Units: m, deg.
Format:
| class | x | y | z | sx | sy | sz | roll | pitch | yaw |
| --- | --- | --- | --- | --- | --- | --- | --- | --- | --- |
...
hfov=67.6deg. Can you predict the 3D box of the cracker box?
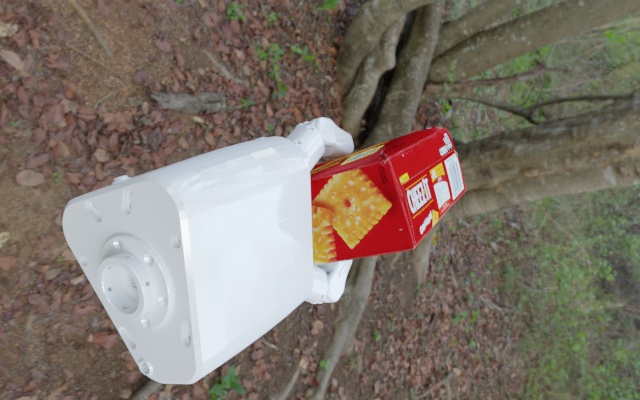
| class | x | y | z | sx | sy | sz | roll | pitch | yaw |
| --- | --- | --- | --- | --- | --- | --- | --- | --- | --- |
| cracker box | 0.000 | 0.002 | 0.420 | 0.214 | 0.072 | 0.164 | -13 | 9 | 31 |
